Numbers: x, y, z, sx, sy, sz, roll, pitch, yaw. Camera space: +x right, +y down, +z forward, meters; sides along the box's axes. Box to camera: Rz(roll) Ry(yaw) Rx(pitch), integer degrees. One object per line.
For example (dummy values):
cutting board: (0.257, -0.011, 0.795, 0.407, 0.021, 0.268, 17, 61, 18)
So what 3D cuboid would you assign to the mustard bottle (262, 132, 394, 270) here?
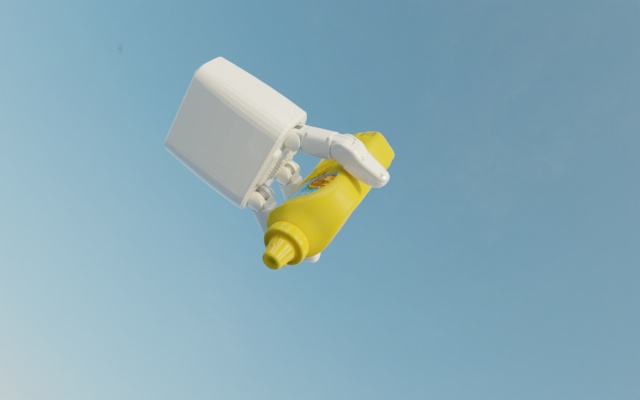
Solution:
mustard bottle: (0.000, 0.002, 0.473, 0.096, 0.058, 0.191, -24, 17, 41)
